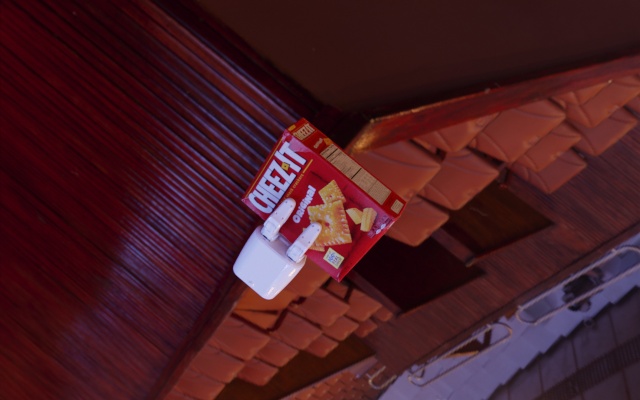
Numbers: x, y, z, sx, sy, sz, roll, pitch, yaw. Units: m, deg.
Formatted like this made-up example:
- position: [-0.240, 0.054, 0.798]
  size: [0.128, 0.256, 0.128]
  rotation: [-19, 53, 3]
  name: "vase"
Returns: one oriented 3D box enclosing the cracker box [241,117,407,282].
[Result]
- position: [0.000, 0.003, 0.758]
  size: [0.213, 0.164, 0.072]
  rotation: [39, 34, 3]
  name: "cracker box"
